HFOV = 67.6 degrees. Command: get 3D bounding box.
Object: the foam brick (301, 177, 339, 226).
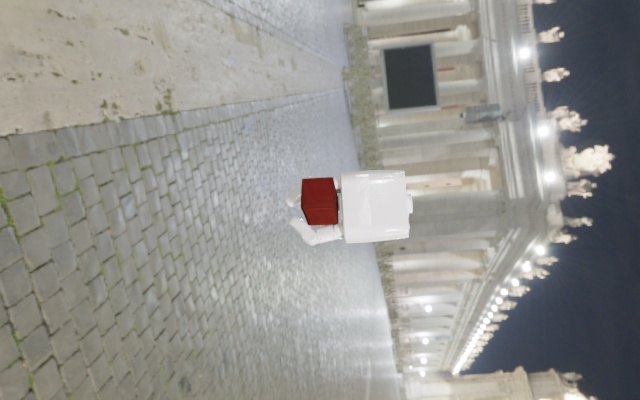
[{"bbox_3d":[0.000,0.002,0.766,0.051,0.053,0.078,-2,-23,7],"label":"foam brick"}]
